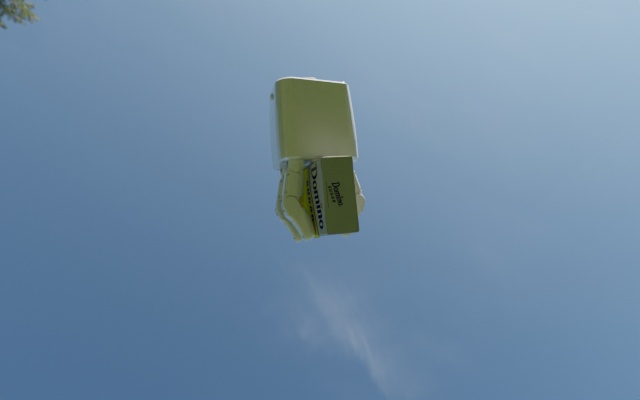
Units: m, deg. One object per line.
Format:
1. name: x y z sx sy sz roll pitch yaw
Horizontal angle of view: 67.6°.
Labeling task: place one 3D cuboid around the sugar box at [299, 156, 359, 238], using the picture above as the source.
1. sugar box: 0.000 0.002 0.634 0.048 0.093 0.176 -4 -6 -13
